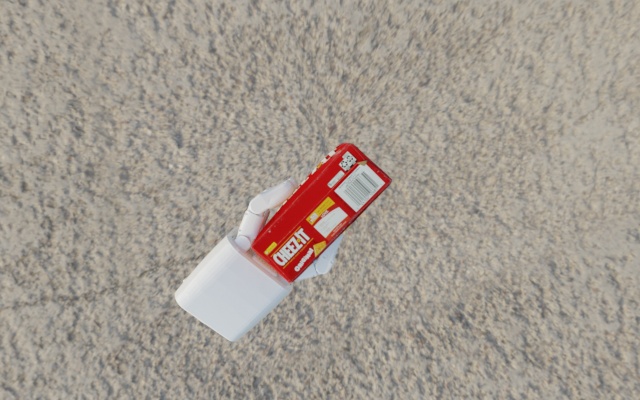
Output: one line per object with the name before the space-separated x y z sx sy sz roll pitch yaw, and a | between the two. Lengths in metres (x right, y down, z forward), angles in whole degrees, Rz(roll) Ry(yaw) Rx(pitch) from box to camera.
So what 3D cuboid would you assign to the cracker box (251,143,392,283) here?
cracker box | 0.000 0.002 0.624 0.072 0.164 0.213 43 5 -5
